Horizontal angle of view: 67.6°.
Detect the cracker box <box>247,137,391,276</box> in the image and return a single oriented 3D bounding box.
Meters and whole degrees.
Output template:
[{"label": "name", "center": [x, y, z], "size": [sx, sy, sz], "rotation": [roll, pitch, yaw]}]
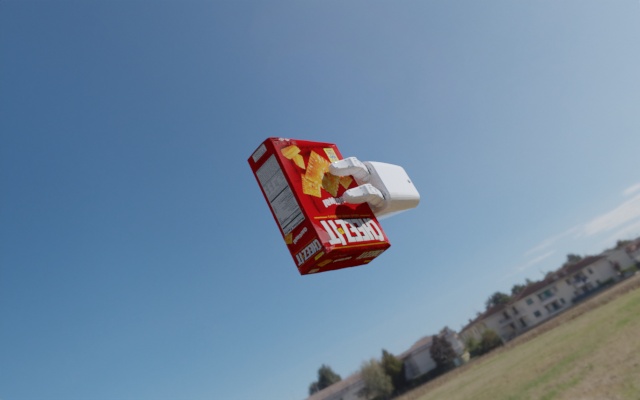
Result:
[{"label": "cracker box", "center": [0.000, 0.002, 0.765], "size": [0.164, 0.213, 0.072], "rotation": [-1, -34, -48]}]
